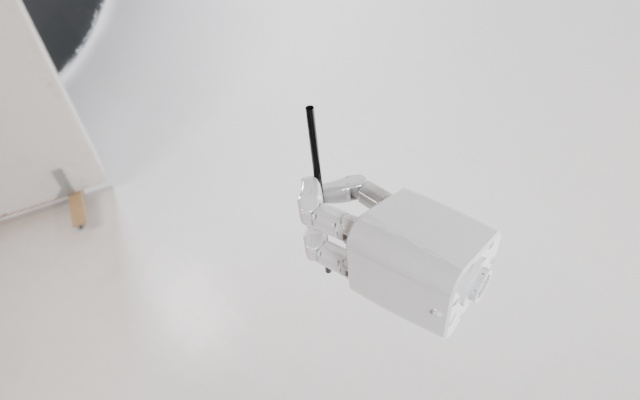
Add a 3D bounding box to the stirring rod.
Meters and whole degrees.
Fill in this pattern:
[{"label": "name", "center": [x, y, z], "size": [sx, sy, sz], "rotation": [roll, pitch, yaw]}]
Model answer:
[{"label": "stirring rod", "center": [0.000, 0.002, 0.523], "size": [0.011, 0.240, 0.011], "rotation": [-4, 43, 3]}]
